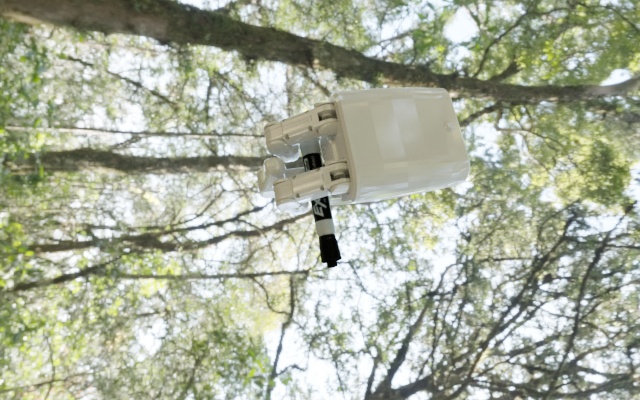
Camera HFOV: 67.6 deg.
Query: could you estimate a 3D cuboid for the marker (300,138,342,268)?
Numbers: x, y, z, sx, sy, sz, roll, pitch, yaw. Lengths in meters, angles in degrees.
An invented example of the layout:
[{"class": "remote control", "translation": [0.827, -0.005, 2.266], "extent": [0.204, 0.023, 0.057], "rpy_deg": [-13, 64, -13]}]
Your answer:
[{"class": "marker", "translation": [0.000, 0.001, 0.435], "extent": [0.020, 0.121, 0.020], "rpy_deg": [-10, -16, -3]}]
